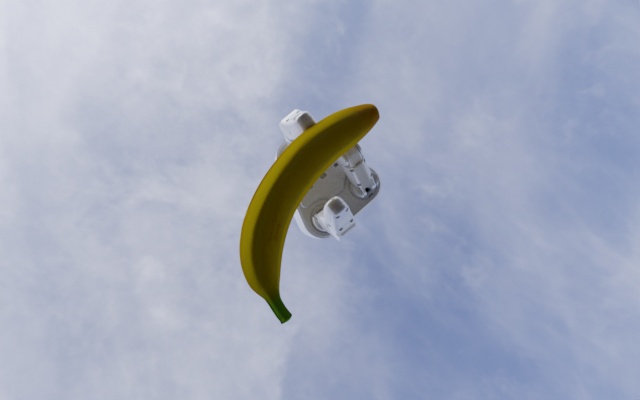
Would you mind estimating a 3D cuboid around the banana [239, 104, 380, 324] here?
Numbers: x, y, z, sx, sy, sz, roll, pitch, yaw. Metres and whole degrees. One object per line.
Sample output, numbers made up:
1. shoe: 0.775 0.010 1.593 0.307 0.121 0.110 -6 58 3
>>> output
1. banana: -0.018 -0.003 0.399 0.069 0.198 0.037 25 -8 -5
